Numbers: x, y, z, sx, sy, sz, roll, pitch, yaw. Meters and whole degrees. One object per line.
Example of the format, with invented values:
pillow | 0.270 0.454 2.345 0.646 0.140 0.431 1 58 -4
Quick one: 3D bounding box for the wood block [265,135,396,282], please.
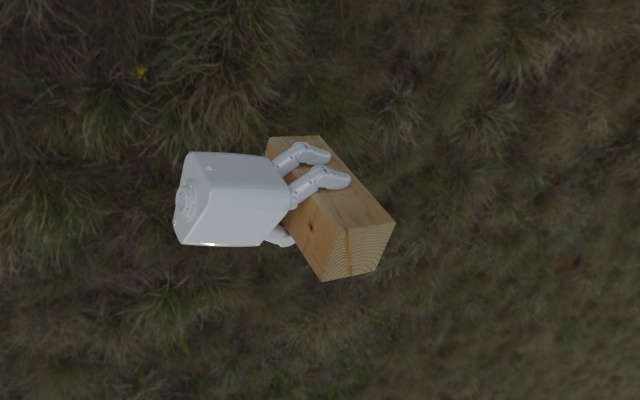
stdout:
wood block | 0.000 0.003 0.664 0.090 0.091 0.206 -7 42 -31
